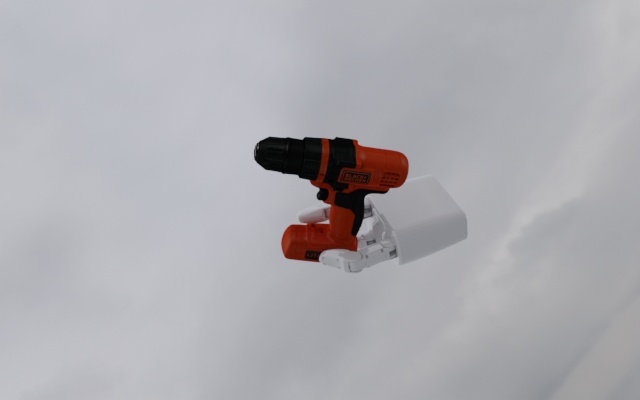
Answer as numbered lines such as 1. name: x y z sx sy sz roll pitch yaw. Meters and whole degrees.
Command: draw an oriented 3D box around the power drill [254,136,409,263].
1. power drill: 0.000 0.002 0.607 0.184 0.057 0.188 7 -45 -9
